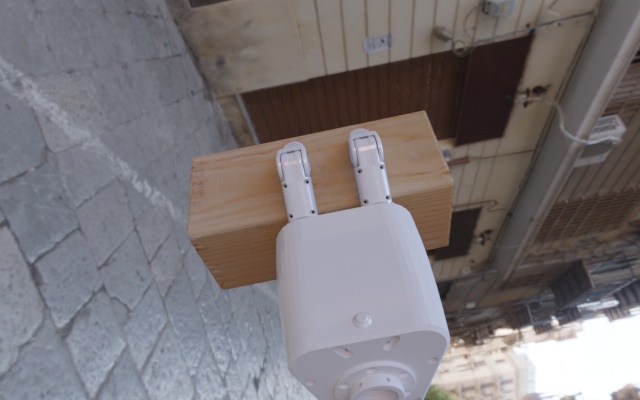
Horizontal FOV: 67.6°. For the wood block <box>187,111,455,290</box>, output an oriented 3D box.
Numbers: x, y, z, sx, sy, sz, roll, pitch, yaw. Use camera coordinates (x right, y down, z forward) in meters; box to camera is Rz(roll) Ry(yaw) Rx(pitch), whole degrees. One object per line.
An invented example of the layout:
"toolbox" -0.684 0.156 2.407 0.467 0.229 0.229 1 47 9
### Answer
"wood block" 0.000 0.002 0.420 0.206 0.090 0.091 -11 -40 2
